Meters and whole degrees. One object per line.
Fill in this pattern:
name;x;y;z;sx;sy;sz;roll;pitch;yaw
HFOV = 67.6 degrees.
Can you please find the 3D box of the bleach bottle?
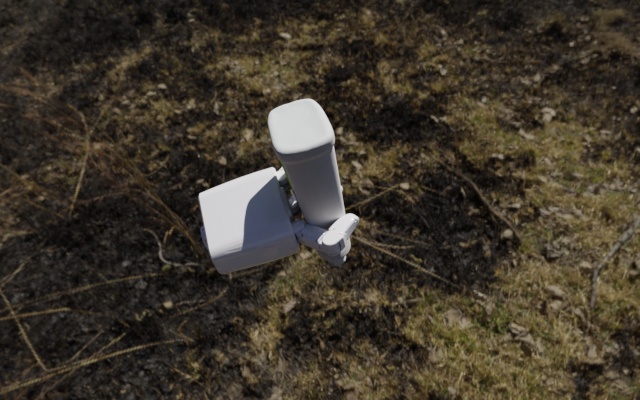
bleach bottle;0.000;0.002;0.609;0.068;0.251;0.102;-18;43;-2
